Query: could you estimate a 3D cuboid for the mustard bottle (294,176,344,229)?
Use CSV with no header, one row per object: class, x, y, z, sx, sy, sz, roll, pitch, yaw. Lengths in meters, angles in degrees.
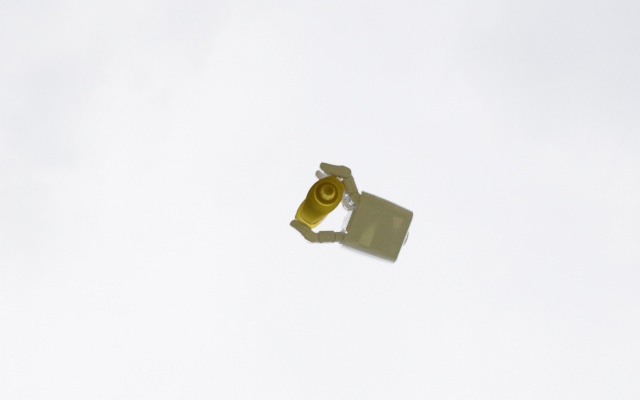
mustard bottle,0.000,0.003,0.871,0.058,0.096,0.192,43,-14,1
